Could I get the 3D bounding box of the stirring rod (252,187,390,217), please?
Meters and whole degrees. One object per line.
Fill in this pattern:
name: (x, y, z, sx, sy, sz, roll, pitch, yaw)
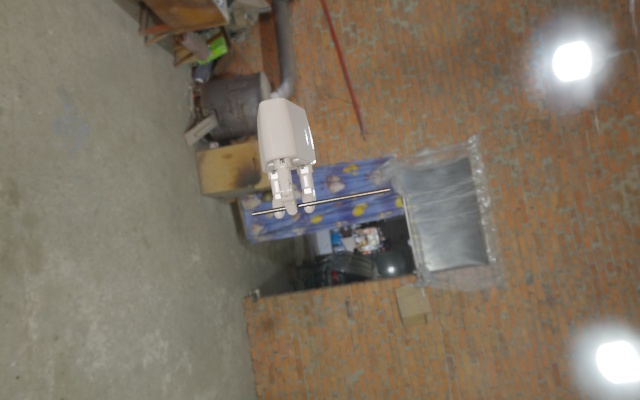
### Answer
stirring rod: (0.000, 0.003, 0.823, 0.239, 0.011, 0.011, -10, -1, 5)
